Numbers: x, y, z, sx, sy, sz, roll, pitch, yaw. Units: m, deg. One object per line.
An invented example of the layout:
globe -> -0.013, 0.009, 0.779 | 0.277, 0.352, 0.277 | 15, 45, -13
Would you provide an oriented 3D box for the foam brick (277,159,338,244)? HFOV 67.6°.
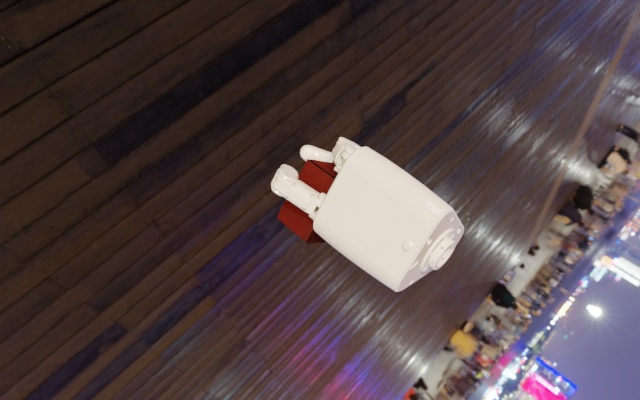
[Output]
foam brick -> 0.000, 0.002, 0.519 | 0.051, 0.078, 0.053 | 38, 19, 28
